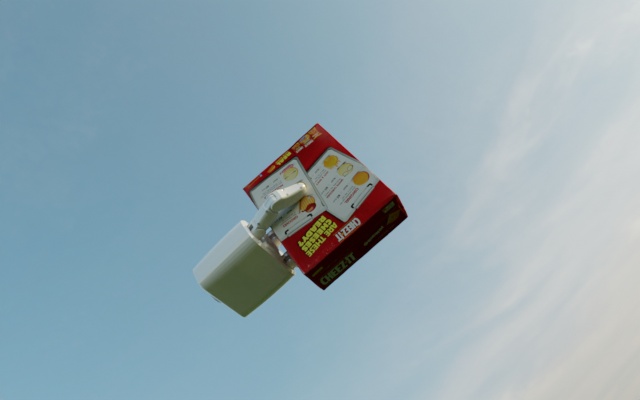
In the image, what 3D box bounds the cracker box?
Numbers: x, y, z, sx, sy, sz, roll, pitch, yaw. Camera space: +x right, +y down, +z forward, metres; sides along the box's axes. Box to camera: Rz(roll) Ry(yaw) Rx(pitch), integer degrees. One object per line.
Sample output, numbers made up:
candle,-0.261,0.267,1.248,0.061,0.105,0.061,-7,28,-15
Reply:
cracker box,0.000,0.002,0.717,0.213,0.164,0.072,48,-1,42
